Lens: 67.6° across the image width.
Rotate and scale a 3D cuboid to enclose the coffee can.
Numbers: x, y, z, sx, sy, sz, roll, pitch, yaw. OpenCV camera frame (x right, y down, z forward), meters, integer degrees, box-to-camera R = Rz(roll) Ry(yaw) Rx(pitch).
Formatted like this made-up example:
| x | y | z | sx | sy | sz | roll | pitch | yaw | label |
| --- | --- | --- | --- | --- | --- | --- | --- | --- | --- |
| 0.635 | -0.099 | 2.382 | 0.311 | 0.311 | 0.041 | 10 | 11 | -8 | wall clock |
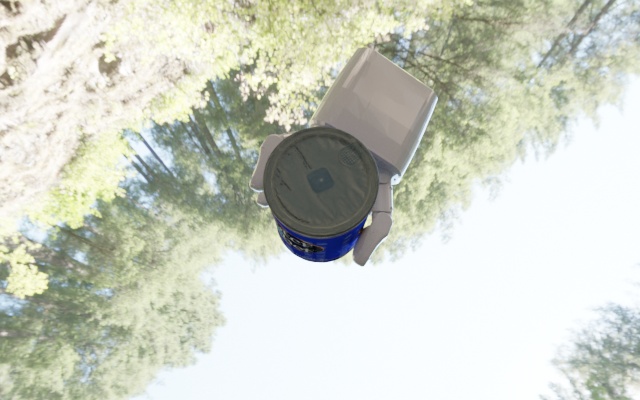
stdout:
| x | y | z | sx | sy | sz | roll | pitch | yaw | label |
| --- | --- | --- | --- | --- | --- | --- | --- | --- | --- |
| 0.000 | 0.002 | 0.484 | 0.103 | 0.102 | 0.140 | 0 | -17 | 0 | coffee can |
